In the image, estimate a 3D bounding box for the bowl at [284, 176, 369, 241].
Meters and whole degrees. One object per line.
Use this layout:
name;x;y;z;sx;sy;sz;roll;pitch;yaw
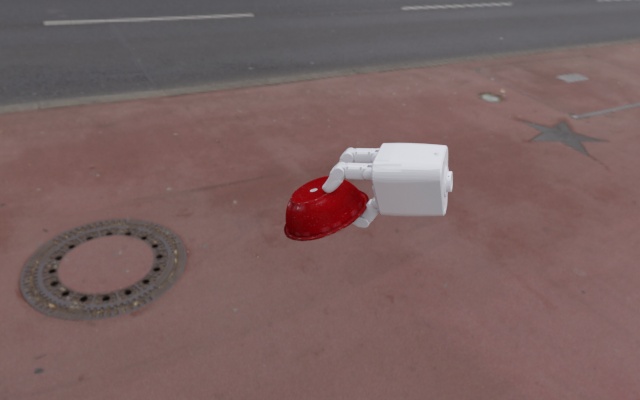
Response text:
bowl;-0.001;0.003;0.837;0.162;0.055;0.162;-20;23;9
